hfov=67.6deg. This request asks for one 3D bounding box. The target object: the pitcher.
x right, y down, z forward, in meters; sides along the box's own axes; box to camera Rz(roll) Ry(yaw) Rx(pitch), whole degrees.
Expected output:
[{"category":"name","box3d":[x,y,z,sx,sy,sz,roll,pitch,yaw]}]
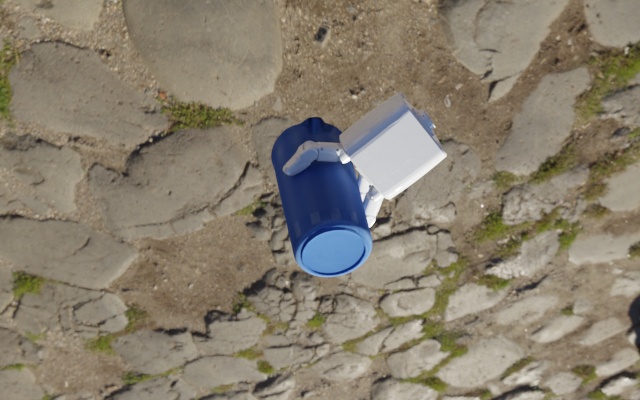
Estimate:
[{"category":"pitcher","box3d":[0.000,0.002,0.731,0.145,0.242,0.149,-36,-53,19]}]
